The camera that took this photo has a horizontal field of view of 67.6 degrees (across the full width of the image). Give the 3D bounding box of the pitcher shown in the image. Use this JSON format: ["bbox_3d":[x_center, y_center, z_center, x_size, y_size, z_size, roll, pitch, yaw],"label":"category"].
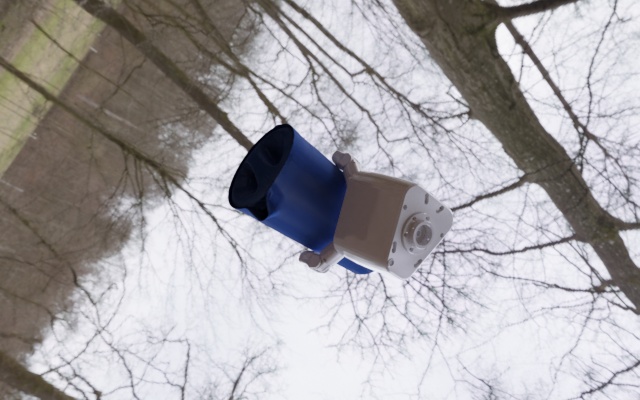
[{"bbox_3d":[0.000,0.002,0.694,0.243,0.149,0.145,36,-10,-31],"label":"pitcher"}]
